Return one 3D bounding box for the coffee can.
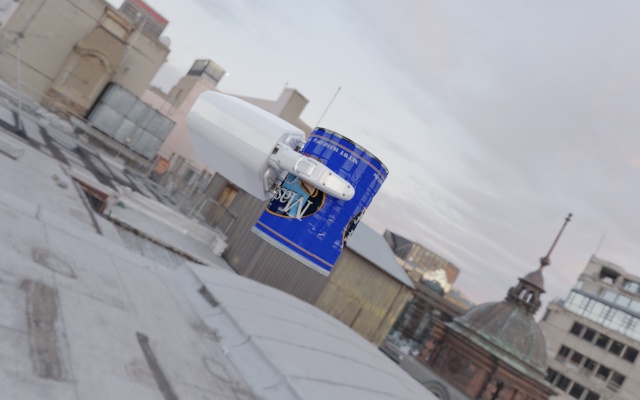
[{"bbox_3d":[0.000,0.002,0.552,0.103,0.140,0.103,31,-5,3],"label":"coffee can"}]
